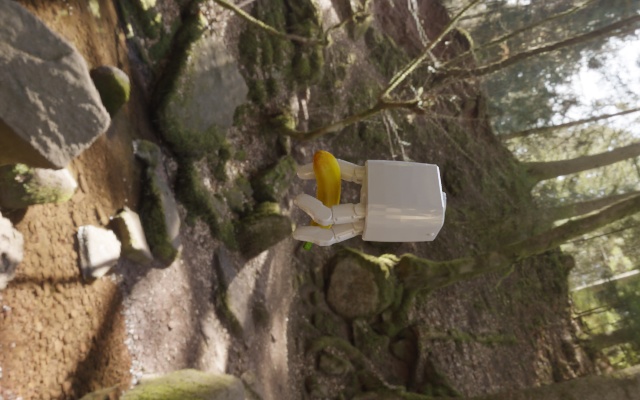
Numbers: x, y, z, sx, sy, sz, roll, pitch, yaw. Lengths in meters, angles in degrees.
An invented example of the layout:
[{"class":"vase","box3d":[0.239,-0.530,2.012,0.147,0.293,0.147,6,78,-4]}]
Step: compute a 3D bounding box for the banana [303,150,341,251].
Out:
[{"class":"banana","box3d":[0.006,-0.007,0.704,0.037,0.198,0.069,18,45,12]}]
